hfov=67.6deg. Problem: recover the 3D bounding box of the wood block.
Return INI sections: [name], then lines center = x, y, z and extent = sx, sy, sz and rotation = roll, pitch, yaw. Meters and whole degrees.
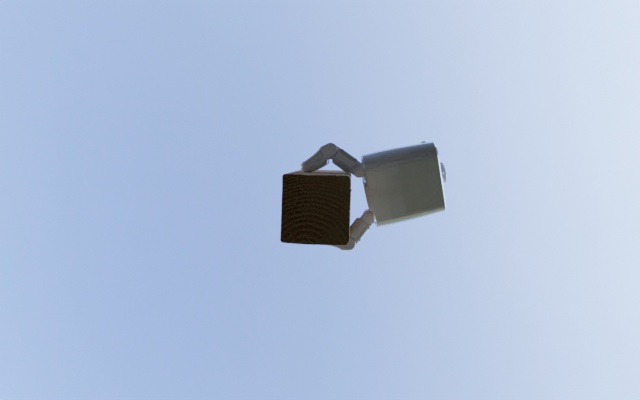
[wood block]
center = 0.001, 0.003, 0.704
extent = 0.090, 0.091, 0.206
rotation = 2, 5, 4
